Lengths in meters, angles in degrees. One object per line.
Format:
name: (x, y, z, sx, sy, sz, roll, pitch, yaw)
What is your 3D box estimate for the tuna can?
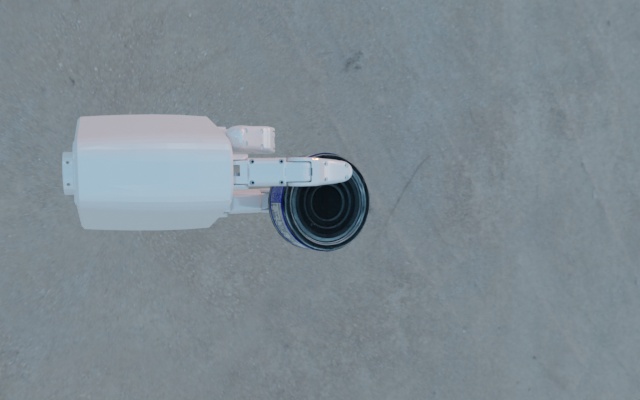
tuna can: (0.000, 0.001, 0.418, 0.086, 0.086, 0.034, 0, 0, -27)
